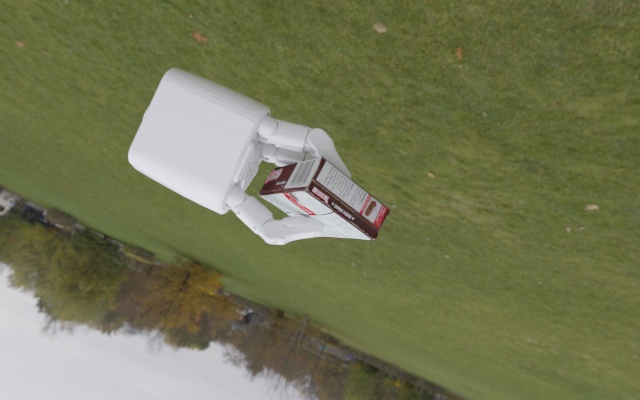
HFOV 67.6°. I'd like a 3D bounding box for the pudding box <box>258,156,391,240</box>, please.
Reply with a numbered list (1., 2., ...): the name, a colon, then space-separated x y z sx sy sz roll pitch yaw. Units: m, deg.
1. pudding box: 0.000 0.002 0.477 0.090 0.039 0.113 35 -17 -23
